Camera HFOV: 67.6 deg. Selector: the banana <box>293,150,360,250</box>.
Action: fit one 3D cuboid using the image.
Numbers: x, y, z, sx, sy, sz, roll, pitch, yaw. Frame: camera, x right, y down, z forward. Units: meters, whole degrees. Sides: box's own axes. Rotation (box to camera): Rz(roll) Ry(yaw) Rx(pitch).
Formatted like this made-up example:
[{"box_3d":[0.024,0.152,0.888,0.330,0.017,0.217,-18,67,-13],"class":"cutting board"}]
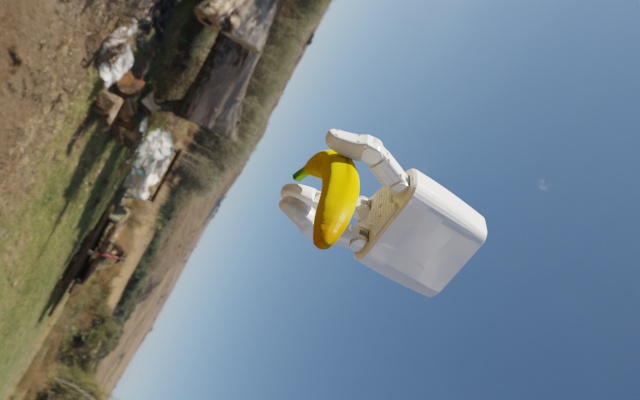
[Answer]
[{"box_3d":[0.011,-0.014,0.488,0.037,0.069,0.197,33,12,-17],"class":"banana"}]
